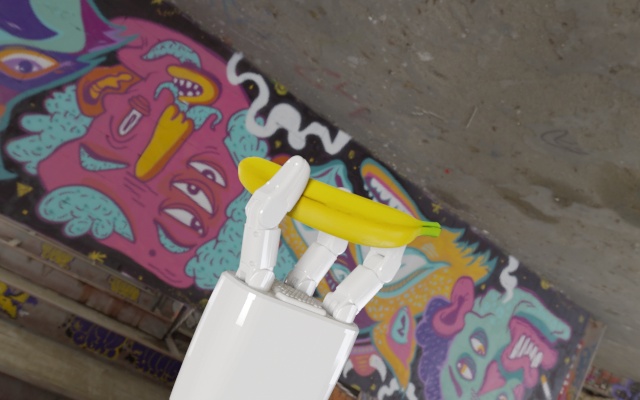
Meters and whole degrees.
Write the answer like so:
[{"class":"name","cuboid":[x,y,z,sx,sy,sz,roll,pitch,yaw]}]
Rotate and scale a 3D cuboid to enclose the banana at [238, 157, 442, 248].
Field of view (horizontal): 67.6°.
[{"class":"banana","cuboid":[-0.005,0.001,0.393,0.198,0.037,0.069,22,4,24]}]
